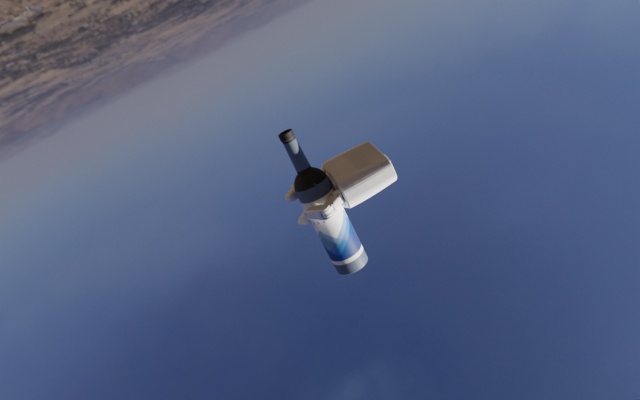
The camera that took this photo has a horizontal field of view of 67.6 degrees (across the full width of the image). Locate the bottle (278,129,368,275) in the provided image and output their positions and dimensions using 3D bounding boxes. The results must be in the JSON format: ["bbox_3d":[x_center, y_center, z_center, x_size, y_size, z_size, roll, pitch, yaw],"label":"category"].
[{"bbox_3d":[0.000,0.003,0.889,0.069,0.296,0.069,-23,21,9],"label":"bottle"}]
